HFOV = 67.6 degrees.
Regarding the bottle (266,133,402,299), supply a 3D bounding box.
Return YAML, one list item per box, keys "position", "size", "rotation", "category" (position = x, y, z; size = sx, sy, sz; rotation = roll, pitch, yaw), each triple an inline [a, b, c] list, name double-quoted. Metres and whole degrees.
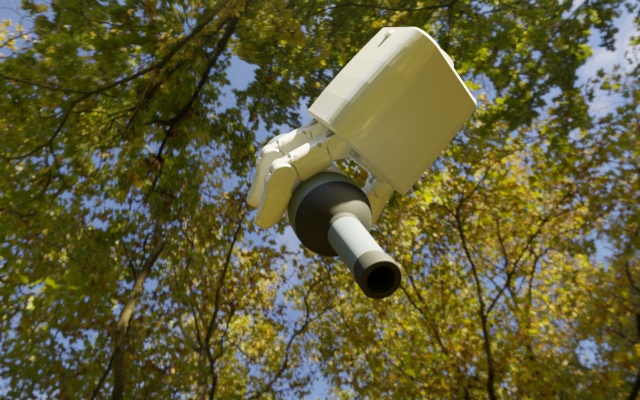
- position: [0.000, 0.001, 0.425]
  size: [0.069, 0.069, 0.295]
  rotation: [0, 19, -16]
  category: "bottle"
